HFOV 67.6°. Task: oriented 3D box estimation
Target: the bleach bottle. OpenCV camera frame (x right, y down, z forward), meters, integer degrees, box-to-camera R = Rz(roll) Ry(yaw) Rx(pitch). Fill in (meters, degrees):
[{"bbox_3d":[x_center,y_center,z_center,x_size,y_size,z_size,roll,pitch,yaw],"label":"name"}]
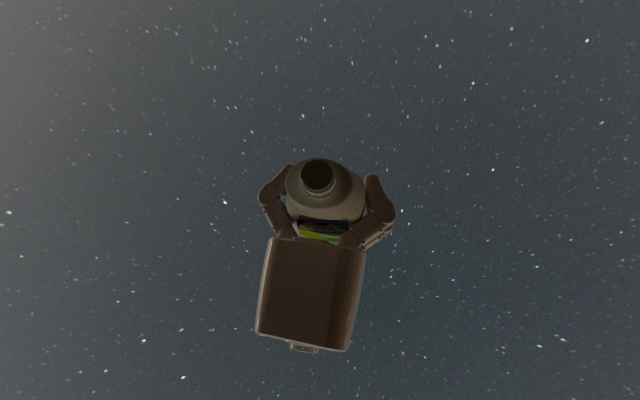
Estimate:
[{"bbox_3d":[0.000,0.002,0.538,0.102,0.068,0.251,10,-11,7],"label":"bleach bottle"}]
